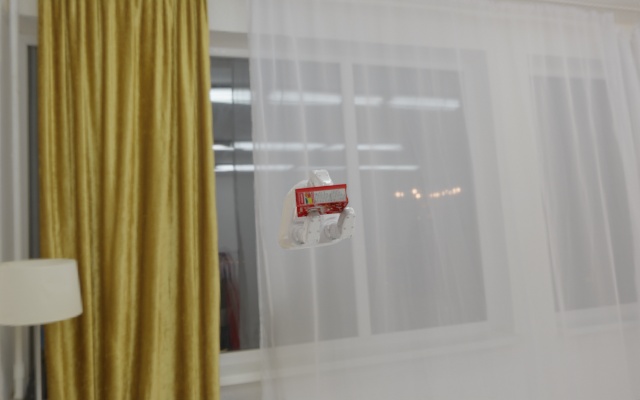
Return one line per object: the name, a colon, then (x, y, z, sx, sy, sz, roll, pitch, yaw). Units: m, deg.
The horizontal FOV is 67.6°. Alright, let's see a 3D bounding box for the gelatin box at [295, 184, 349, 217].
gelatin box: (0.000, 0.002, 0.697, 0.073, 0.030, 0.089, -5, -12, -4)
